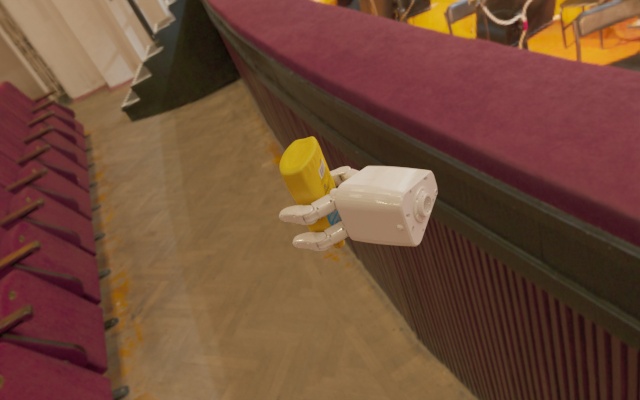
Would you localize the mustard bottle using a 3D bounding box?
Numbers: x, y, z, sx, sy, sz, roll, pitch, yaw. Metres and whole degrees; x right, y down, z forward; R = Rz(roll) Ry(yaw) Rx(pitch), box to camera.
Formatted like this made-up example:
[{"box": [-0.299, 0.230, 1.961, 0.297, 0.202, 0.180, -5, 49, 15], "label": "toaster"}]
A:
[{"box": [0.000, 0.002, 0.750, 0.058, 0.192, 0.096, -11, 36, 20], "label": "mustard bottle"}]
